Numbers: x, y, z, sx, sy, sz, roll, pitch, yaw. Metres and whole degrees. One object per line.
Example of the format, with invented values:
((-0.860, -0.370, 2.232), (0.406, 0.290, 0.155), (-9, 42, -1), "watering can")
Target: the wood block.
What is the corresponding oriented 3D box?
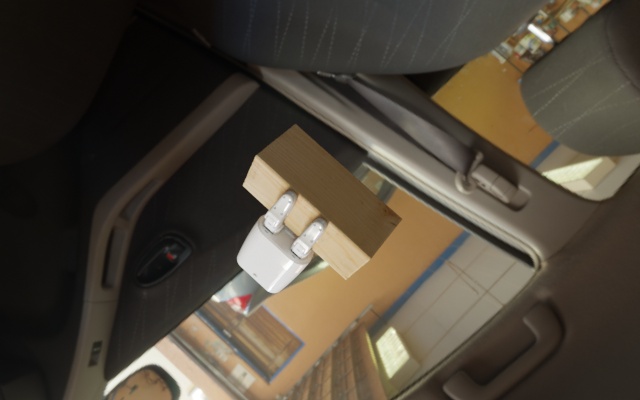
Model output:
((0.000, 0.002, 0.691), (0.090, 0.206, 0.090), (-45, -5, -35), "wood block")
